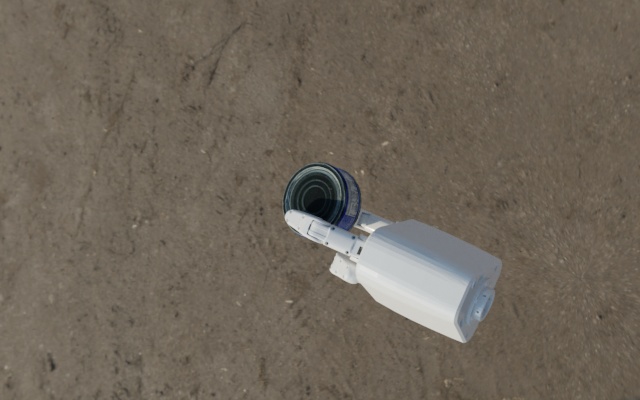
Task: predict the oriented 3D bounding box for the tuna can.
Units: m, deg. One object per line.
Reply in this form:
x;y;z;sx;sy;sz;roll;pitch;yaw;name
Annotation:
0.000;0.002;0.529;0.086;0.086;0.034;0;-10;34;tuna can
